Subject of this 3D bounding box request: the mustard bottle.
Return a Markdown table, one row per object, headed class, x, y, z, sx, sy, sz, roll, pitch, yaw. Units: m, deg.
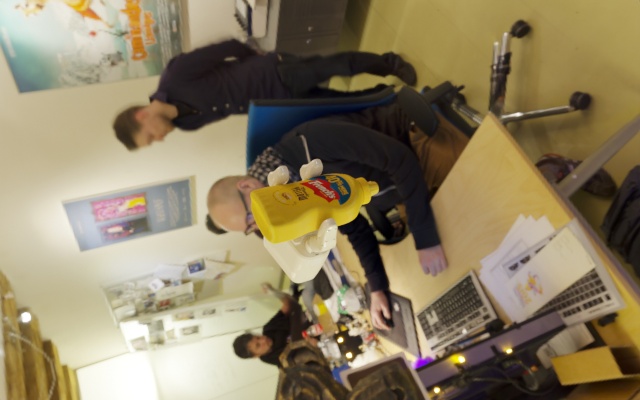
| class | x | y | z | sx | sy | sz | roll | pitch | yaw |
| --- | --- | --- | --- | --- | --- | --- | --- | --- | --- |
| mustard bottle | 0.000 | 0.002 | 0.708 | 0.191 | 0.058 | 0.096 | -14 | 38 | -21 |
